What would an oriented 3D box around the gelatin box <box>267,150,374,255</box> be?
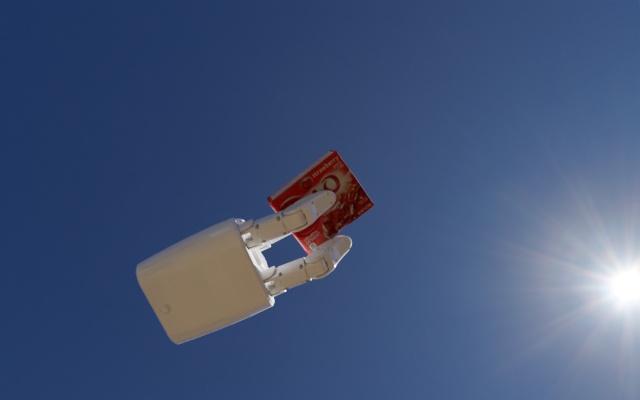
[{"bbox_3d":[0.000,0.001,0.506,0.089,0.073,0.030,-38,15,-5],"label":"gelatin box"}]
